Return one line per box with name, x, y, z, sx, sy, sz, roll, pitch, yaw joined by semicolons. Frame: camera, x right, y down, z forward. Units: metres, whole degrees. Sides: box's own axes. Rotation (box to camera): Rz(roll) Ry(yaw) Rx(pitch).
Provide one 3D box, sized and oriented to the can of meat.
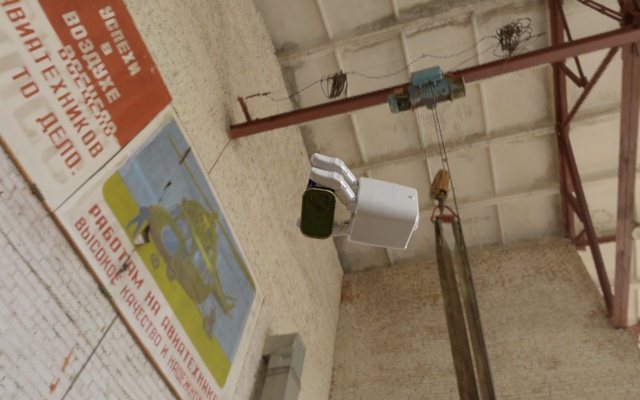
can of meat;0.000;0.003;0.845;0.057;0.102;0.084;8;33;4
